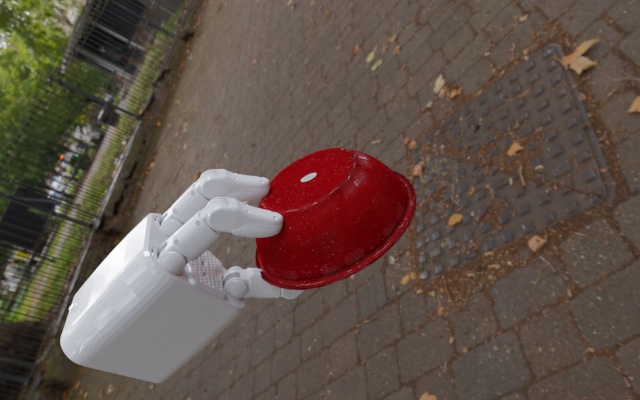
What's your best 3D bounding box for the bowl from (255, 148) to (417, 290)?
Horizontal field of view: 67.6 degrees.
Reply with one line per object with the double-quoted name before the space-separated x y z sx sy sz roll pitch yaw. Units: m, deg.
"bowl" 0.001 0.000 0.427 0.162 0.055 0.162 -22 30 13
